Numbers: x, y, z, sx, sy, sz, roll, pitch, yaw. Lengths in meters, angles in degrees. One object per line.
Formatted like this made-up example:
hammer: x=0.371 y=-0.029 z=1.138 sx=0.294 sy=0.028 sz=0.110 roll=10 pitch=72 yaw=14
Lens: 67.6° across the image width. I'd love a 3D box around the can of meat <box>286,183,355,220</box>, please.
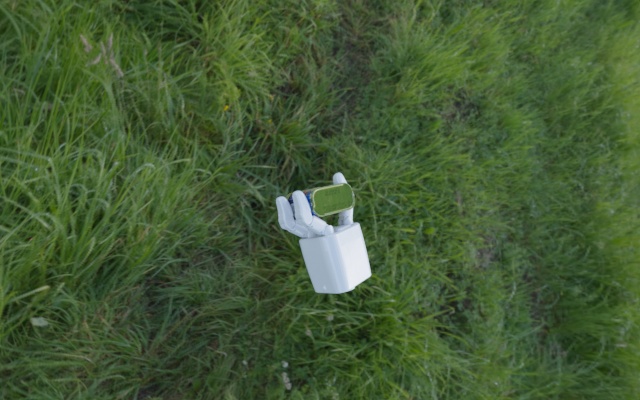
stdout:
can of meat: x=0.000 y=0.003 z=0.880 sx=0.102 sy=0.057 sz=0.084 roll=-13 pitch=1 yaw=-37
